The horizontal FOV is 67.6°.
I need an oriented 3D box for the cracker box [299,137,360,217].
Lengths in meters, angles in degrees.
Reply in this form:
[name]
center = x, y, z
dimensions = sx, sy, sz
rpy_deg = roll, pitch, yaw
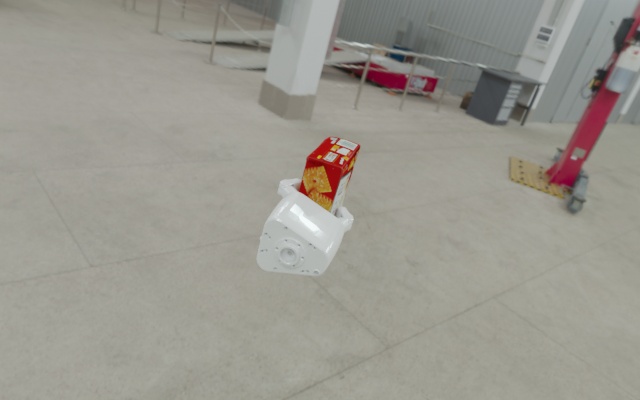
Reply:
[cracker box]
center = 0.000, 0.003, 0.884
dimensions = 0.072, 0.214, 0.164
rpy_deg = 20, 24, 8
